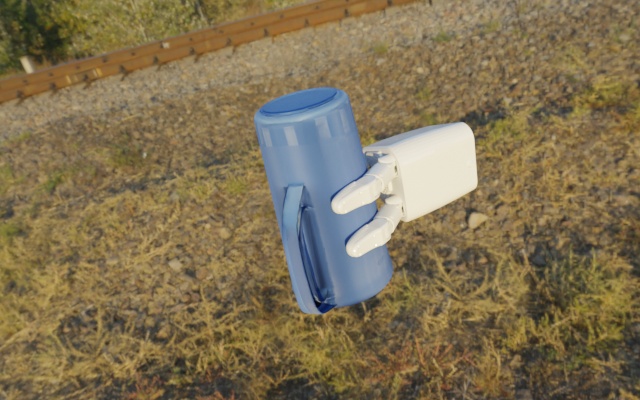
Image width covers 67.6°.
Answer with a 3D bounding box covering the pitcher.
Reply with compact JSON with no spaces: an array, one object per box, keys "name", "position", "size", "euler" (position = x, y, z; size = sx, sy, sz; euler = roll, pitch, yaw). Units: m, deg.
[{"name":"pitcher","position":[0.000,0.002,0.563],"size":[0.145,0.243,0.149],"euler":[-22,26,-15]}]
